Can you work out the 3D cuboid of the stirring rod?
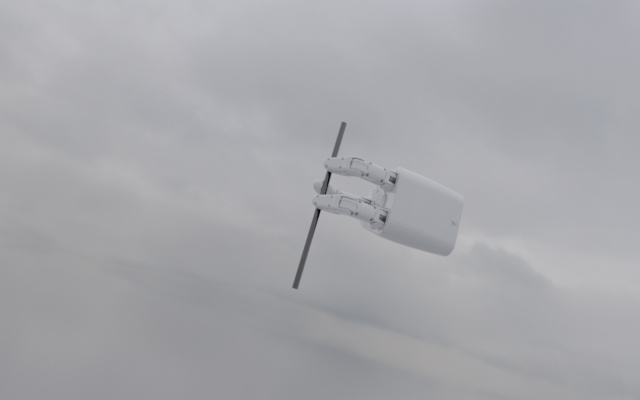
[{"bbox_3d":[0.000,0.002,0.646,0.011,0.239,0.011,16,-14,4],"label":"stirring rod"}]
